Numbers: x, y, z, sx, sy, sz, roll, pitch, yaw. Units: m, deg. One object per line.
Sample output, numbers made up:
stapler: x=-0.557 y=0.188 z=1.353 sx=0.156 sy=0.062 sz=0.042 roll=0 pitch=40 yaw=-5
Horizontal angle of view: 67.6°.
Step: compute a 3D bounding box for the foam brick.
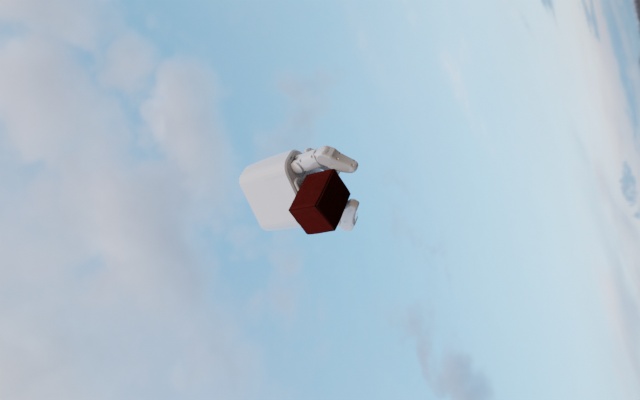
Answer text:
foam brick: x=0.000 y=0.002 z=0.678 sx=0.051 sy=0.053 sz=0.078 roll=-11 pitch=38 yaw=35
